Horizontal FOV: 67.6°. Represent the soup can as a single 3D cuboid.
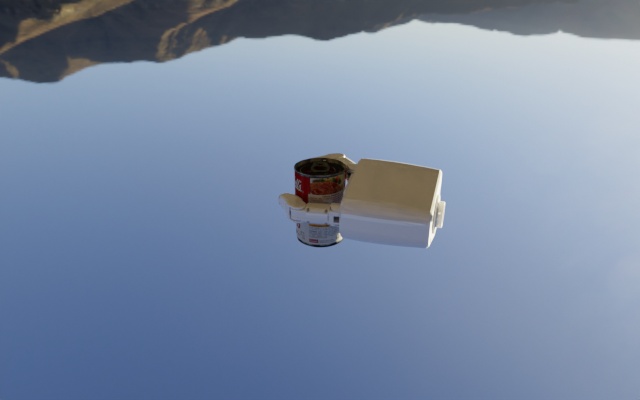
[{"bbox_3d":[0.000,0.002,0.633,0.068,0.102,0.068,0,24,0],"label":"soup can"}]
